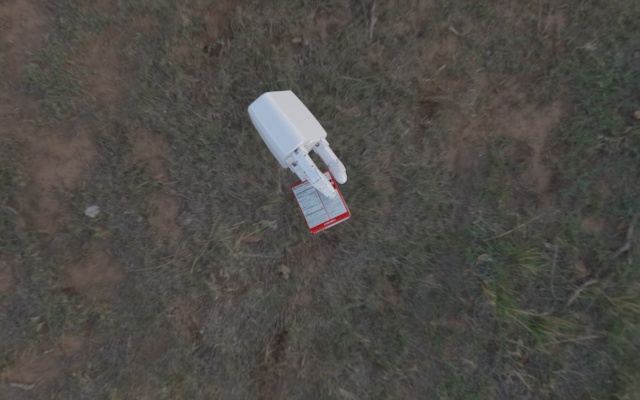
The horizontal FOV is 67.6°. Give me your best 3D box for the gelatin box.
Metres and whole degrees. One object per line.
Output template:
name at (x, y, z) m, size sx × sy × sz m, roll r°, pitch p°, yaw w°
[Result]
gelatin box at (0.000, 0.003, 0.813) m, size 0.073 × 0.089 × 0.030 m, roll -25°, pitch -10°, yaw -1°
